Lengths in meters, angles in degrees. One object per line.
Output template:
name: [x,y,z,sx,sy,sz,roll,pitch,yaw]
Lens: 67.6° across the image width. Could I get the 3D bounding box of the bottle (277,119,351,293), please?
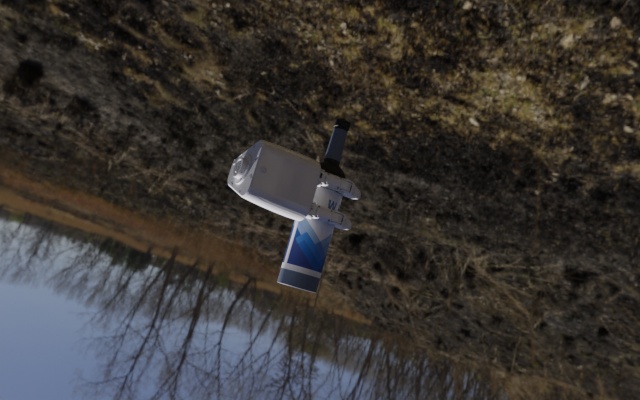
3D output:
bottle: [0.000,0.003,0.804,0.069,0.295,0.069,15,-10,3]
